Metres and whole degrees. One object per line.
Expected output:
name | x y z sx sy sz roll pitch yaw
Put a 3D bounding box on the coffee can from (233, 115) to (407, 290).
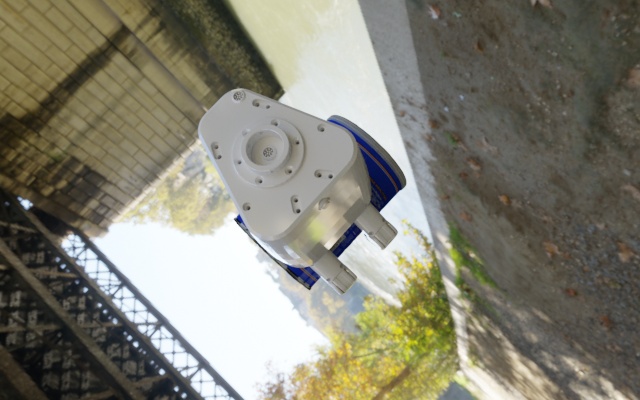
coffee can | 0.000 0.001 0.470 0.103 0.140 0.103 42 -5 5
